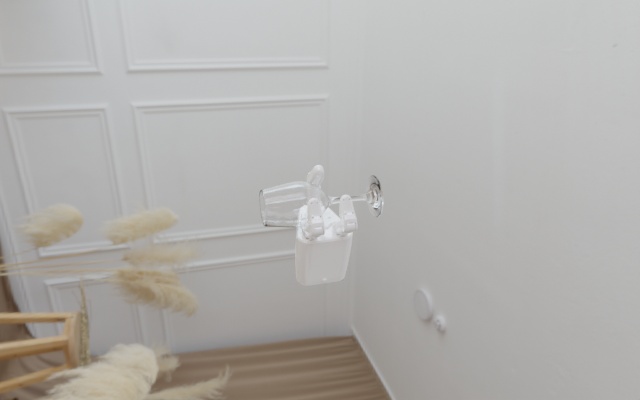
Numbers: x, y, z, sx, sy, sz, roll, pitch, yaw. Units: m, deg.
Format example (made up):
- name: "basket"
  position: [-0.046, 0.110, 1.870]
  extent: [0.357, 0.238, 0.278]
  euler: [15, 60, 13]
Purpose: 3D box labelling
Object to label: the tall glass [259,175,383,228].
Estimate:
- name: "tall glass"
  position: [0.001, 0.002, 0.813]
  extent: [0.201, 0.079, 0.079]
  euler: [-6, 1, -15]
